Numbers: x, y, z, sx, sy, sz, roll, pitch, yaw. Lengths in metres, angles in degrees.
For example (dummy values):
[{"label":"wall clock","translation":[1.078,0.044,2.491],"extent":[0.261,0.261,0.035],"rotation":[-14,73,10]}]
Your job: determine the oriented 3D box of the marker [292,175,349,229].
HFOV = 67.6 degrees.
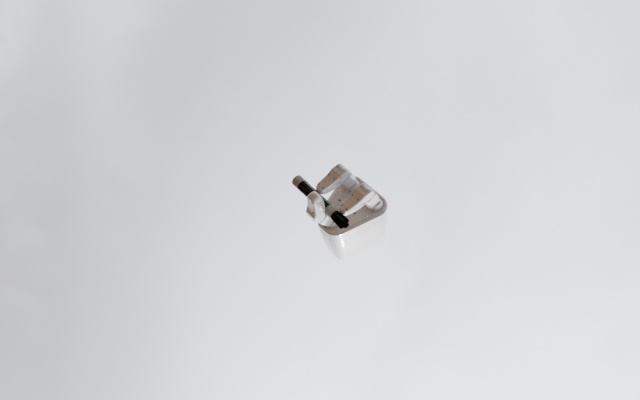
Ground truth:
[{"label":"marker","translation":[0.000,0.002,0.732],"extent":[0.121,0.020,0.020],"rotation":[42,24,29]}]
